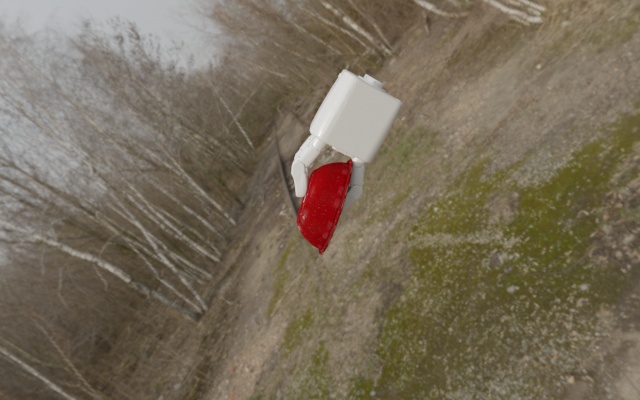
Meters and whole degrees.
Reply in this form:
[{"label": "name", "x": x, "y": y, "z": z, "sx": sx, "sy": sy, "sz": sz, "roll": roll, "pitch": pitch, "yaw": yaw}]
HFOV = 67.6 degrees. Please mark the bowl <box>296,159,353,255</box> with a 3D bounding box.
[{"label": "bowl", "x": -0.001, "y": 0.004, "z": 0.770, "sx": 0.055, "sy": 0.162, "sz": 0.162, "roll": 17, "pitch": -2, "yaw": -5}]
